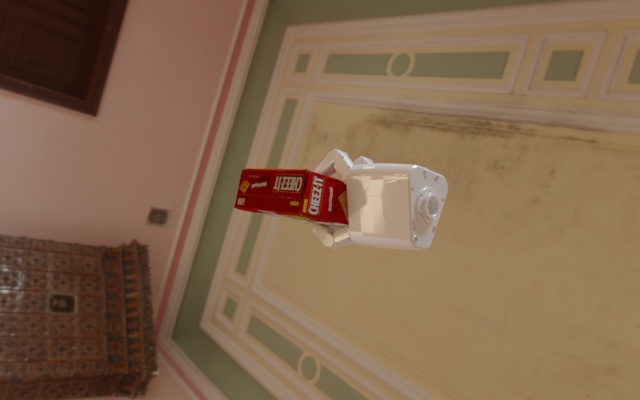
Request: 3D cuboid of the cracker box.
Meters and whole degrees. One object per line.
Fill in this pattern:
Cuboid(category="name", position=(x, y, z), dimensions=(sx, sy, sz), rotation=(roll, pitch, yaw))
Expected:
Cuboid(category="cracker box", position=(0.000, 0.003, 0.758), dimensions=(0.214, 0.072, 0.164), rotation=(15, -8, -42))
